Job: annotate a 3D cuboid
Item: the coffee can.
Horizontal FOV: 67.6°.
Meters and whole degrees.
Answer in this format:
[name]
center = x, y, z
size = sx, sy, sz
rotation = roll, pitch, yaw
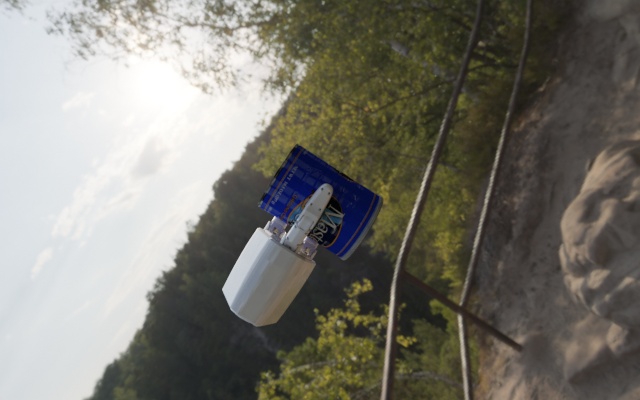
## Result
[coffee can]
center = 0.000, 0.002, 0.656
size = 0.140, 0.103, 0.103
rotation = 32, -2, -3
